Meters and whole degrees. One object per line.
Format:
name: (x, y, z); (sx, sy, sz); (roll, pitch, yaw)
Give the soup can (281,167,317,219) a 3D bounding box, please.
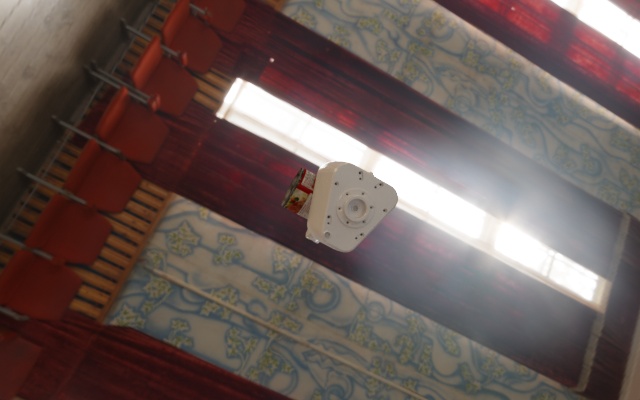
soup can: (0.000, 0.003, 0.736); (0.102, 0.068, 0.068); (28, -5, -9)
